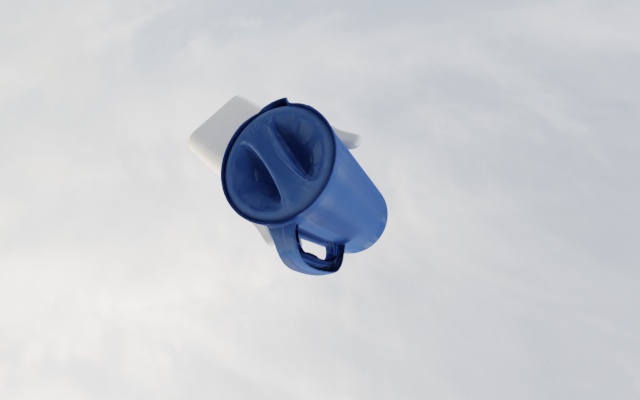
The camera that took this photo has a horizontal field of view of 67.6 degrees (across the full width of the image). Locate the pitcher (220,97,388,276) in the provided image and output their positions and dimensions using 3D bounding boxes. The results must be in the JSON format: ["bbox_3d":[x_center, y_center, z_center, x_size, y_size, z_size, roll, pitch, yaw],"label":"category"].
[{"bbox_3d":[0.000,0.002,0.580,0.145,0.149,0.243,34,-1,30],"label":"pitcher"}]
